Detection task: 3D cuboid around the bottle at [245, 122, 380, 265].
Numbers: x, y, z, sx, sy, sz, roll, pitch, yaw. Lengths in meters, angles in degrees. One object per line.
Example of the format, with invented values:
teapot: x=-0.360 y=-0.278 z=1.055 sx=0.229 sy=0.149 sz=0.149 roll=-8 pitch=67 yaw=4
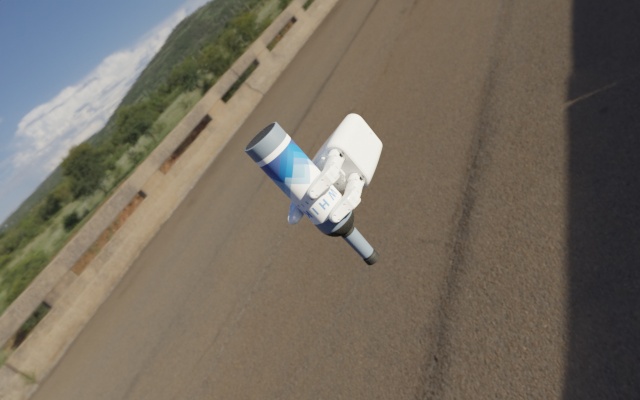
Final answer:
bottle: x=0.000 y=0.002 z=0.788 sx=0.296 sy=0.069 sz=0.069 roll=47 pitch=-21 yaw=-21
